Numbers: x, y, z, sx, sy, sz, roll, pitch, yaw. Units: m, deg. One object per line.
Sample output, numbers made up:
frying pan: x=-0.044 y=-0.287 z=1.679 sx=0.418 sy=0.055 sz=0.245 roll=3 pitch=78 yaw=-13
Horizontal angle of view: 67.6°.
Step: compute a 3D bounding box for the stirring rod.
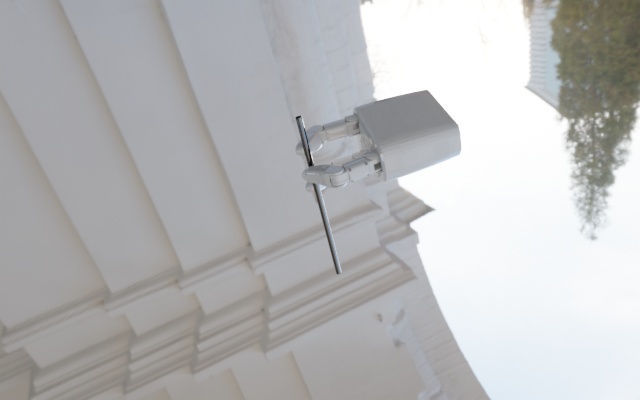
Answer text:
stirring rod: x=0.000 y=0.002 z=0.629 sx=0.011 sy=0.240 sz=0.011 roll=-11 pitch=29 yaw=6
